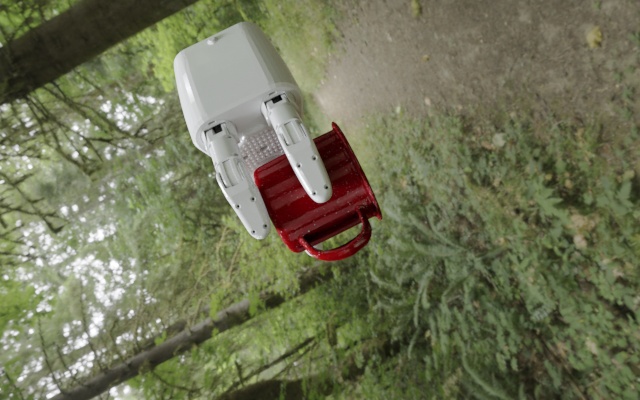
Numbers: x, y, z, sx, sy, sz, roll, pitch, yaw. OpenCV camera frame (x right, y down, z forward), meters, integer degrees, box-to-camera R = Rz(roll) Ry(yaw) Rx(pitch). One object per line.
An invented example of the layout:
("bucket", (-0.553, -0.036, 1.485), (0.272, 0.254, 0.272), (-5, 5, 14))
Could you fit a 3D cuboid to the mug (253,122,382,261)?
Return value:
("mug", (0.000, 0.002, 0.400), (0.081, 0.117, 0.093), (-27, -36, 1))
